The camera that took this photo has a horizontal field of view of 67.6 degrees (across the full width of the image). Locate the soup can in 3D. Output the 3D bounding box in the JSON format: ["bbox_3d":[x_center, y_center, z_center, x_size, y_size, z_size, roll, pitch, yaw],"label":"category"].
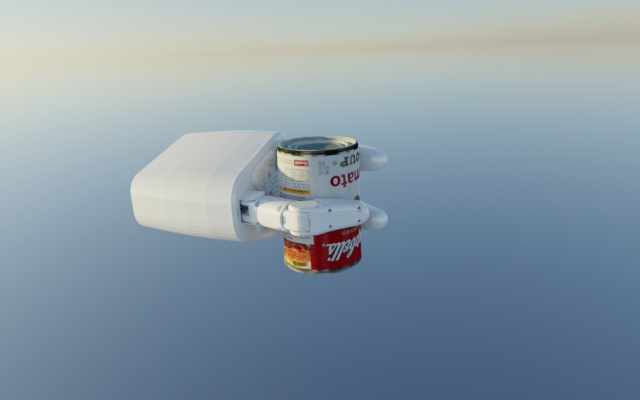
[{"bbox_3d":[0.000,0.001,0.401,0.068,0.102,0.068,-2,18,1],"label":"soup can"}]
